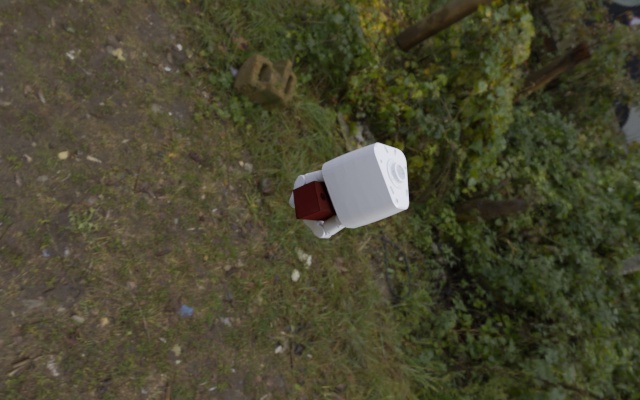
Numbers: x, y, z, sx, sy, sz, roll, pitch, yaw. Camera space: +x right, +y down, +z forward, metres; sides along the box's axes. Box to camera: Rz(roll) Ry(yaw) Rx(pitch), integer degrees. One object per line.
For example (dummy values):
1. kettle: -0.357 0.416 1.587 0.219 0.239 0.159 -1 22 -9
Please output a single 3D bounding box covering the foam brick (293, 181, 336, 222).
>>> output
1. foam brick: 0.000 0.003 0.798 0.051 0.053 0.078 -21 -18 37
